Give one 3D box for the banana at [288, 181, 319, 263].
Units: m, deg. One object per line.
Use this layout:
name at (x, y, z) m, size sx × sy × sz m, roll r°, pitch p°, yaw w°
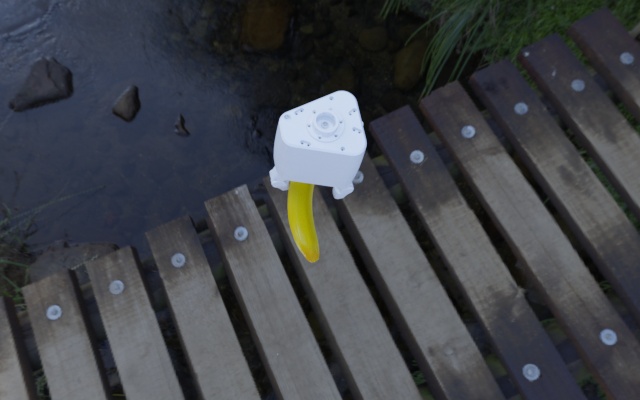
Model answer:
banana at (-0.017, -0.005, 0.739) m, size 0.069 × 0.197 × 0.037 m, roll 14°, pitch -21°, yaw -4°
